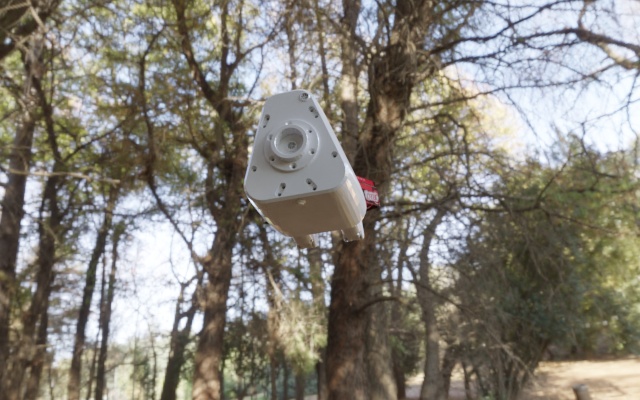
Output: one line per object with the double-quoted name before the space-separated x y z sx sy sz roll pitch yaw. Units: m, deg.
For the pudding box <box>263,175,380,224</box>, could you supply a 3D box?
"pudding box" 0.000 0.002 0.571 0.113 0.039 0.090 -20 -22 35
